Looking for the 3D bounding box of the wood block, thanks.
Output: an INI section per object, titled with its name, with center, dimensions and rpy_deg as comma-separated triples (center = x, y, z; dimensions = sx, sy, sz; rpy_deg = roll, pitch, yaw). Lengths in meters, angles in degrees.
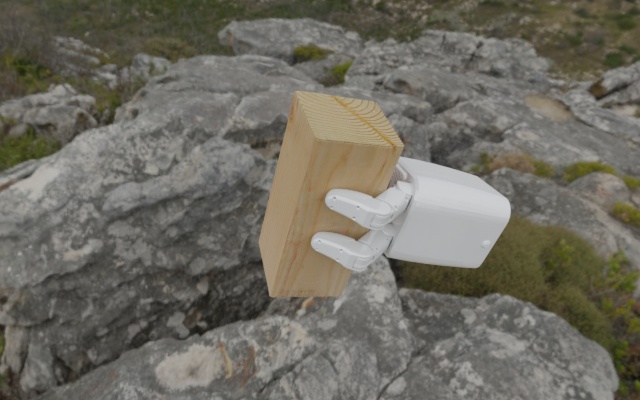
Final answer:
[wood block]
center = 0.000, 0.001, 0.509
dimensions = 0.090, 0.206, 0.090
rpy_deg = 3, 38, -19
